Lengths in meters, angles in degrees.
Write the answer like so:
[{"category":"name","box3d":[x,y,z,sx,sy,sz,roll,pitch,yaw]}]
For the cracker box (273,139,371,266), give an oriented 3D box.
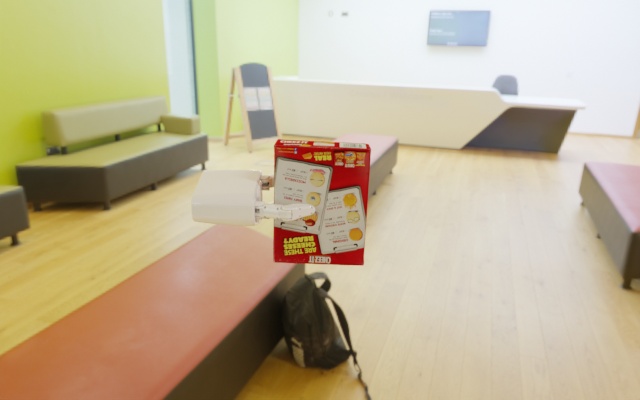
[{"category":"cracker box","box3d":[0.000,0.003,0.847,0.164,0.214,0.072,2,18,1]}]
